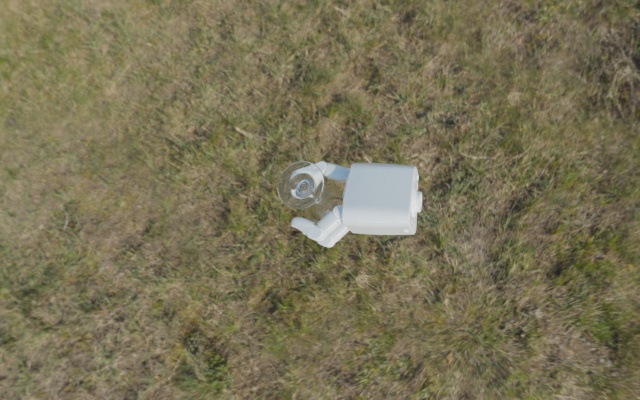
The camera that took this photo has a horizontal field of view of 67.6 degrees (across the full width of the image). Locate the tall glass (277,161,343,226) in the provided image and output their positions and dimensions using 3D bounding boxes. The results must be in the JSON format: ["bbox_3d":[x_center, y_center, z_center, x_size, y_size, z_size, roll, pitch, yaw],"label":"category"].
[{"bbox_3d":[0.000,0.002,0.799,0.079,0.079,0.201,0,-15,18],"label":"tall glass"}]
